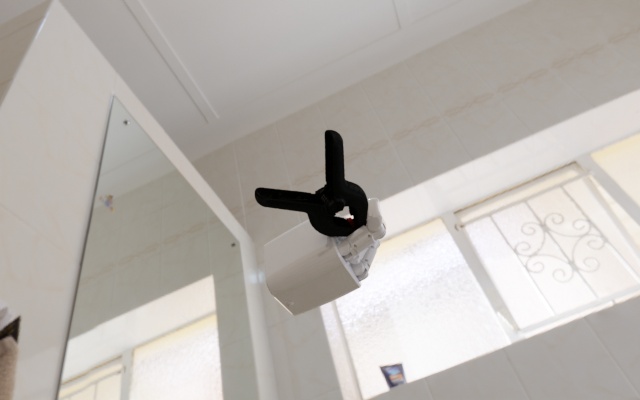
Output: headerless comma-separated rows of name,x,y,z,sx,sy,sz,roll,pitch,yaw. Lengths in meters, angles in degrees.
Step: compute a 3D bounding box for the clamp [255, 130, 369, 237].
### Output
clamp,0.000,0.002,0.588,0.120,0.039,0.172,-29,-47,5
